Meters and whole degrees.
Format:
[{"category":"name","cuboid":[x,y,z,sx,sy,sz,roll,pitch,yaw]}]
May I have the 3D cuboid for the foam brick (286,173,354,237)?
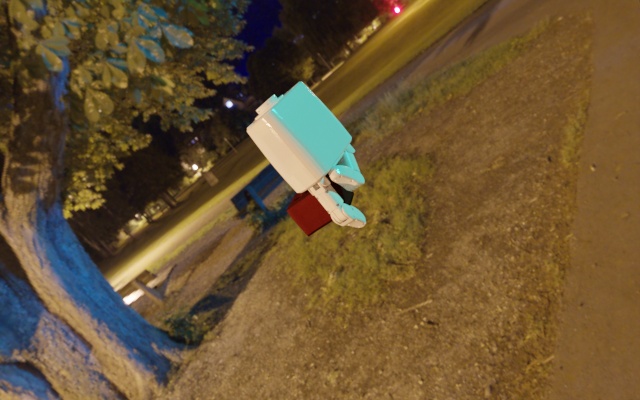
[{"category":"foam brick","cuboid":[0.000,0.002,0.674,0.078,0.051,0.053,-34,17,27]}]
